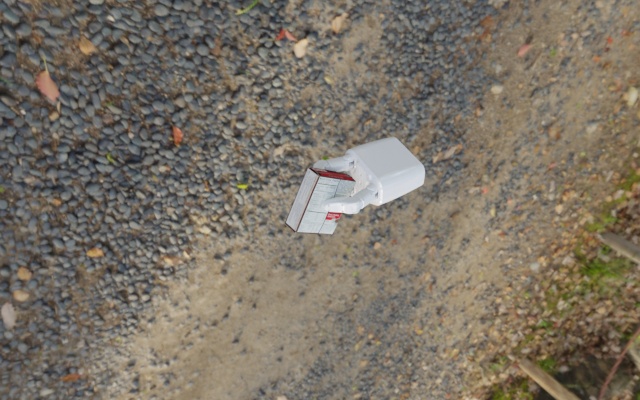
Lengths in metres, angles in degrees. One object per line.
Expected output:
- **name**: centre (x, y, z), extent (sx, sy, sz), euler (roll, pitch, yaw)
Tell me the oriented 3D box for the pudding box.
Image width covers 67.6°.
- **pudding box**: centre (0.000, 0.003, 0.818), extent (0.090, 0.113, 0.039), euler (7, 22, -42)
